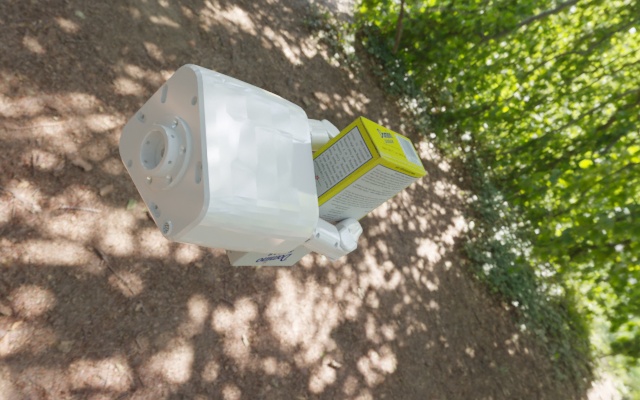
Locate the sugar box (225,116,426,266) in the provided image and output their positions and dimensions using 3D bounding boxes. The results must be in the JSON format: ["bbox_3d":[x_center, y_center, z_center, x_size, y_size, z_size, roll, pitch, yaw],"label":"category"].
[{"bbox_3d":[0.000,0.001,0.433,0.176,0.048,0.093,-33,-24,27],"label":"sugar box"}]
